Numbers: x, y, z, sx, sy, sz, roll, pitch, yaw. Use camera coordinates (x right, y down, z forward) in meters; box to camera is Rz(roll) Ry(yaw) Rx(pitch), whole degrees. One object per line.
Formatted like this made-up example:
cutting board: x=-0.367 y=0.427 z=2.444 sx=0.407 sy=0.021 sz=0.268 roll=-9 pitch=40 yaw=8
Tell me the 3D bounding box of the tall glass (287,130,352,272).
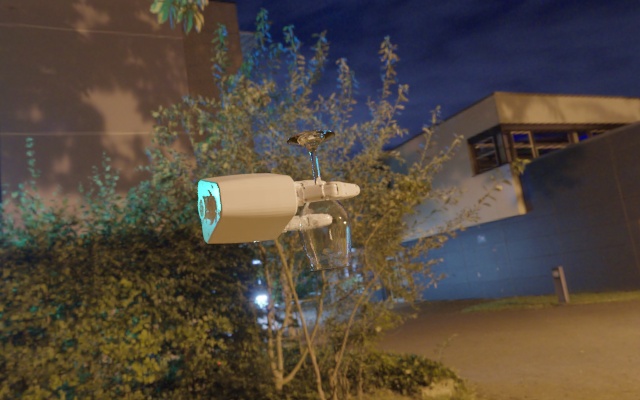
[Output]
tall glass: x=0.000 y=0.002 z=0.709 sx=0.079 sy=0.201 sz=0.079 roll=-9 pitch=-8 yaw=-1
